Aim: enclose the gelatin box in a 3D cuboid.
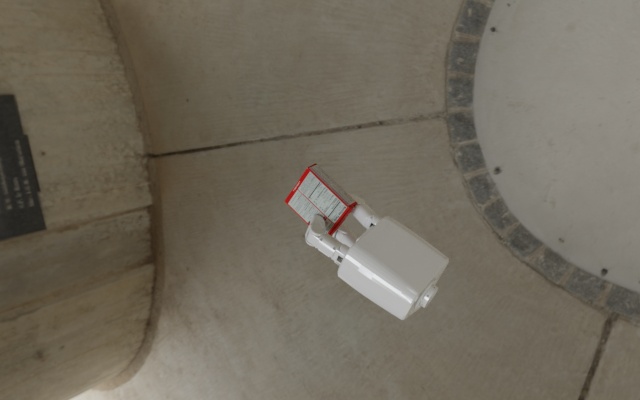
[{"bbox_3d":[0.000,0.002,0.705,0.089,0.073,0.030,44,33,12],"label":"gelatin box"}]
